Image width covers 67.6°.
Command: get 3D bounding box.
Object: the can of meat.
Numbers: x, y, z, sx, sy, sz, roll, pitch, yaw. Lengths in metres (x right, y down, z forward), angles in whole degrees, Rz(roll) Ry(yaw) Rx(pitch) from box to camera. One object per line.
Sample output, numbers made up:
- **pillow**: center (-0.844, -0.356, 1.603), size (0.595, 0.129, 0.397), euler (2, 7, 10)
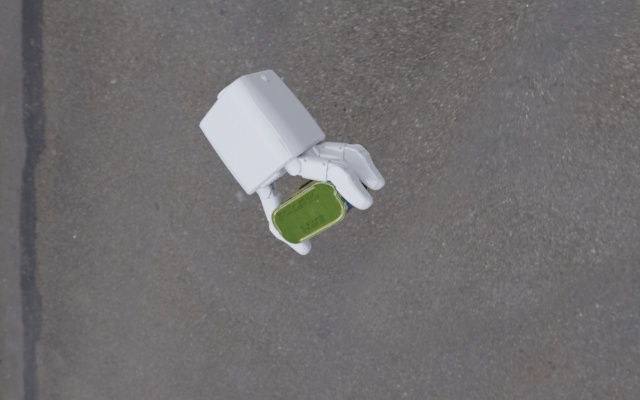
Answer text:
- **can of meat**: center (0.000, 0.002, 0.574), size (0.102, 0.057, 0.084), euler (-32, 5, 30)
